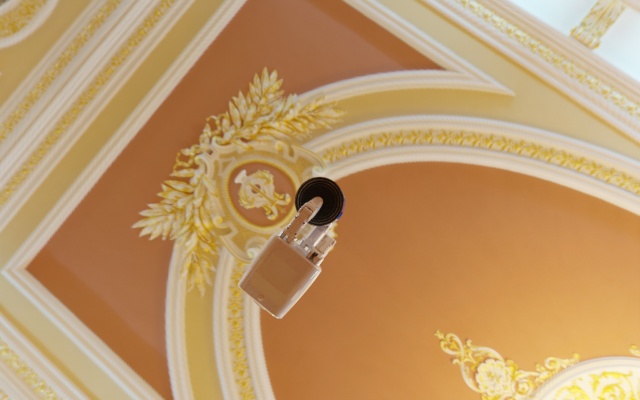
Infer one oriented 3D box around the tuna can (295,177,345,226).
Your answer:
[{"bbox_3d":[0.000,0.003,0.834,0.086,0.086,0.034,0,-4,9],"label":"tuna can"}]
